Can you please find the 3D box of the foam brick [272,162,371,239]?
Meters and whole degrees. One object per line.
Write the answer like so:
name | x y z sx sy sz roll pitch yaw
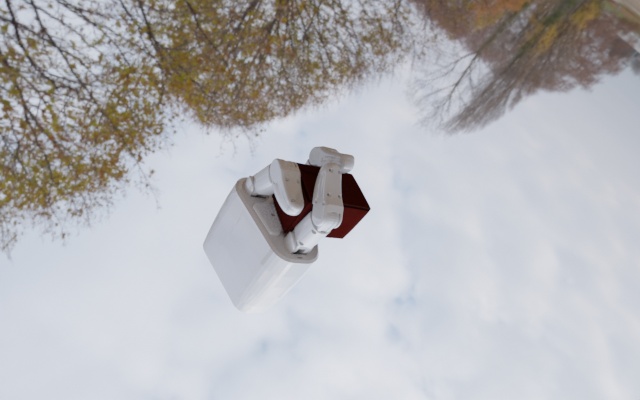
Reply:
foam brick | 0.000 0.002 0.492 0.078 0.053 0.051 9 -47 -36
